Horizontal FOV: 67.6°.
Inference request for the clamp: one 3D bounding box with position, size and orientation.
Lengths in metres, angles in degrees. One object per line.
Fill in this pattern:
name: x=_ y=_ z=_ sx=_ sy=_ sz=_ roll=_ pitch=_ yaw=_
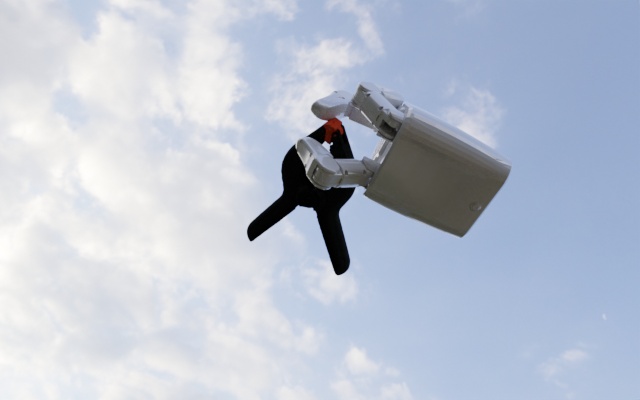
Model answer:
clamp: x=0.000 y=0.001 z=0.498 sx=0.120 sy=0.171 sz=0.039 roll=25 pitch=32 yaw=-3
